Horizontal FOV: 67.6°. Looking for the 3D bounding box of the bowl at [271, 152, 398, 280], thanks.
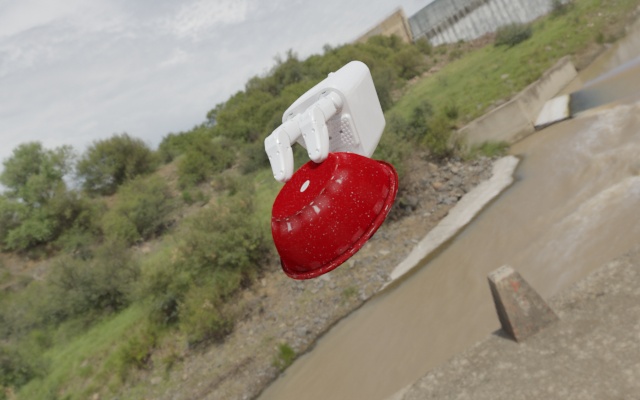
[{"bbox_3d":[0.000,0.002,0.498,0.055,0.162,0.162,44,-22,-25],"label":"bowl"}]
